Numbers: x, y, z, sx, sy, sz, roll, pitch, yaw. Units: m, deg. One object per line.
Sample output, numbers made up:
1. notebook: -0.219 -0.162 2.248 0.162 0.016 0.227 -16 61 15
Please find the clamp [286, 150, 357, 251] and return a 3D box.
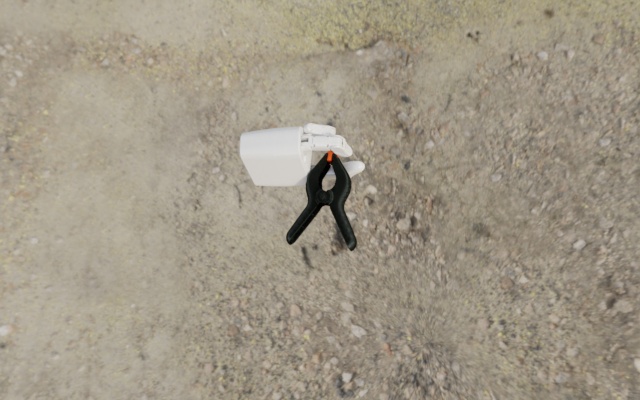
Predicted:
1. clamp: 0.000 0.002 0.802 0.120 0.171 0.039 -3 -17 10
